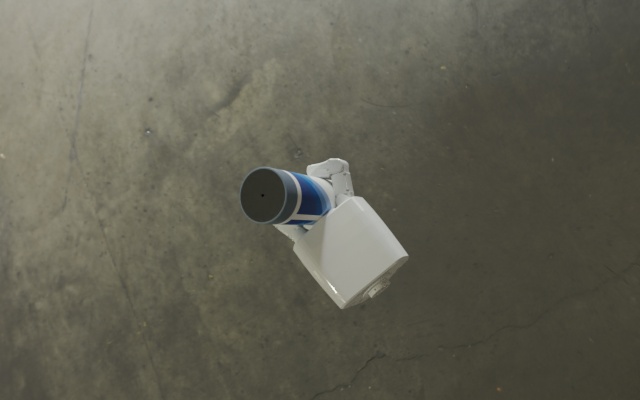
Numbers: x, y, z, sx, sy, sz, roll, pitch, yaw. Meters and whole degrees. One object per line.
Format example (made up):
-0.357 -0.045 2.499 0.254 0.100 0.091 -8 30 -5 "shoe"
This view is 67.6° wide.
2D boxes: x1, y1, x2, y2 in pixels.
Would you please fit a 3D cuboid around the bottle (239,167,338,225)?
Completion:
0.000 0.002 0.679 0.069 0.069 0.296 0 -3 27 "bottle"
